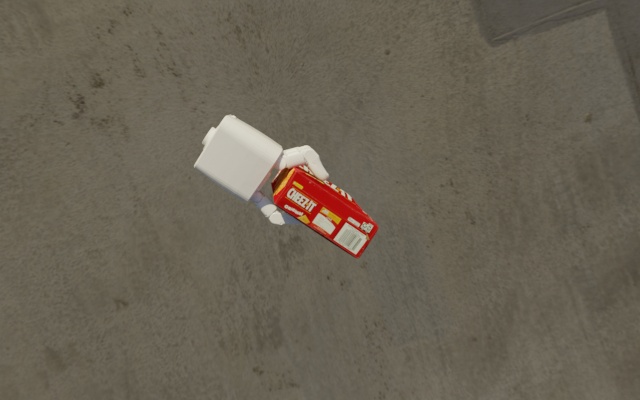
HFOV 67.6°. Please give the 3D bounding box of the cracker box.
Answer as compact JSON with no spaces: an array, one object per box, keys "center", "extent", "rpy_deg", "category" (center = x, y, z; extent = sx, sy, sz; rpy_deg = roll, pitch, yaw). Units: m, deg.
[{"center":[0.000,0.003,0.835],"extent":[0.164,0.072,0.213],"rpy_deg":[34,6,-12],"category":"cracker box"}]
